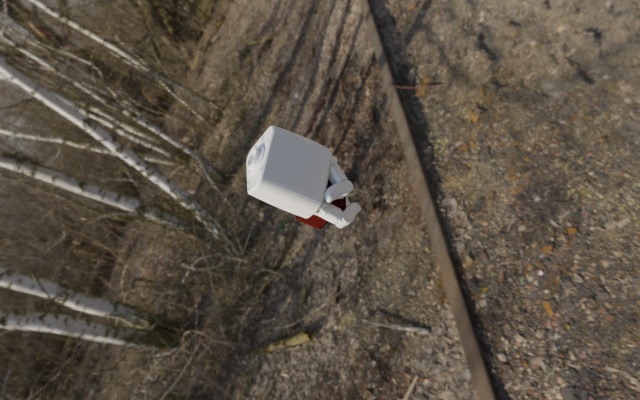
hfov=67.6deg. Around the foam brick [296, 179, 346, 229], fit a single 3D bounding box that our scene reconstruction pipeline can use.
[{"bbox_3d":[0.000,0.003,0.796,0.051,0.053,0.078,22,-41,-26],"label":"foam brick"}]
